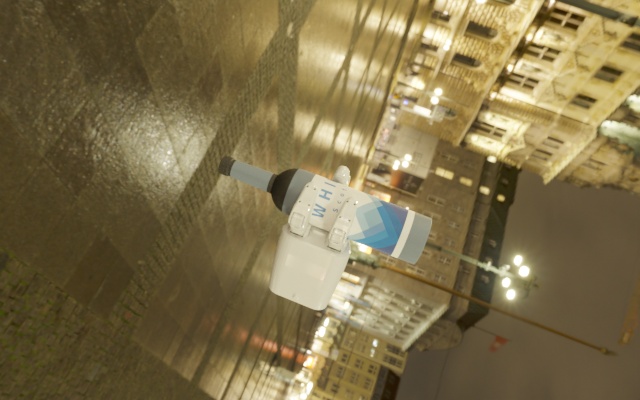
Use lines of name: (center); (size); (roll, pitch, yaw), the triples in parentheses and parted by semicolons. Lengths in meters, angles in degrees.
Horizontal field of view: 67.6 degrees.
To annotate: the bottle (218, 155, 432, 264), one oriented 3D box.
bottle: (0.000, 0.002, 0.652); (0.295, 0.069, 0.069); (21, 2, 5)
